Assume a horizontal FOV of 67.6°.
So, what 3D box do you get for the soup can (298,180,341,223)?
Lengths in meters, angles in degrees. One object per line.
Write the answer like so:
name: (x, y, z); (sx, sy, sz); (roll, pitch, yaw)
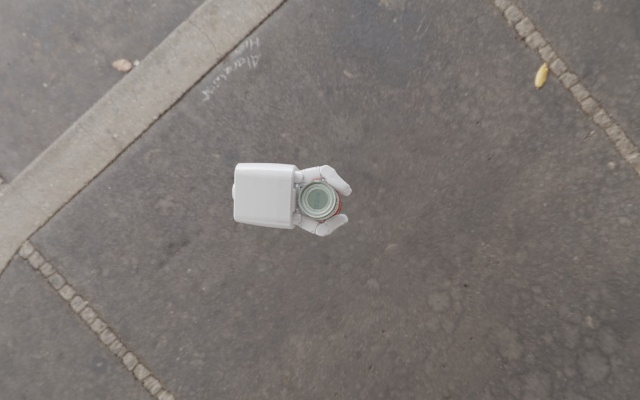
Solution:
soup can: (0.001, 0.003, 0.855); (0.068, 0.068, 0.102); (0, -6, 7)
